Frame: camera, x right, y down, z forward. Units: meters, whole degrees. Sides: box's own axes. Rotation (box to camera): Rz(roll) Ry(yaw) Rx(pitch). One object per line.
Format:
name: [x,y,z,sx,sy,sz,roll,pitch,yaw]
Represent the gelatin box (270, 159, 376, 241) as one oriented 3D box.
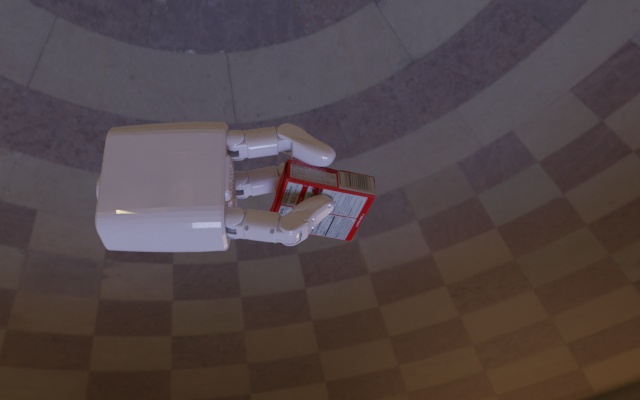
gelatin box: [0.000,0.002,0.466,0.089,0.030,0.073,11,-43,-12]
